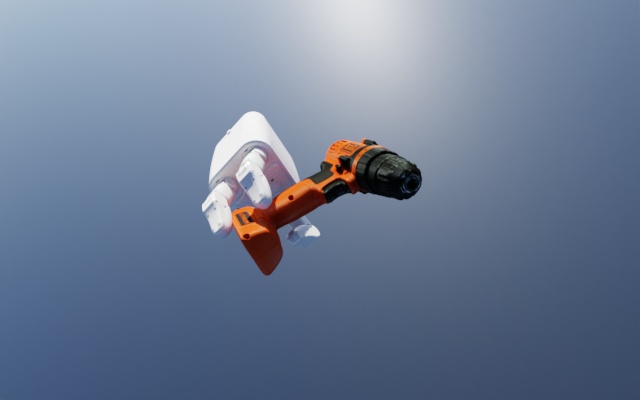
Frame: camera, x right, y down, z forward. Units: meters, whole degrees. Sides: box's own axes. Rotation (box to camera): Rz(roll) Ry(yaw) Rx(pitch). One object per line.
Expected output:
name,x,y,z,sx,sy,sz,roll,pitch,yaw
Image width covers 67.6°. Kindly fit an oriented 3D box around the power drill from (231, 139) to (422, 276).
power drill,0.000,0.002,0.518,0.187,0.057,0.184,-32,20,-10
